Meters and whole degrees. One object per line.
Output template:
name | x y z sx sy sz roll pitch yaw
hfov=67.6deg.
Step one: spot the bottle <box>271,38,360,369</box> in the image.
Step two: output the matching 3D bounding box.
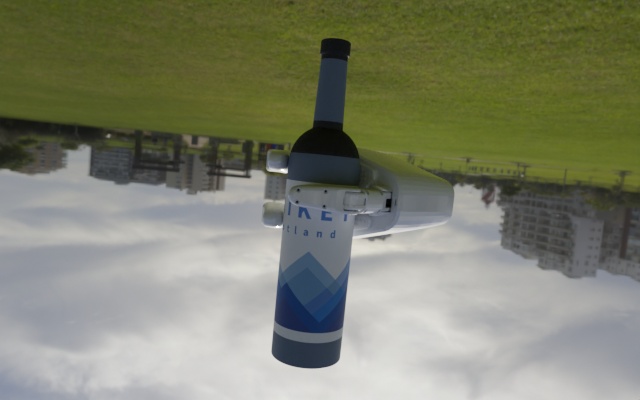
bottle | 0.000 0.002 0.446 0.069 0.296 0.069 6 4 0
